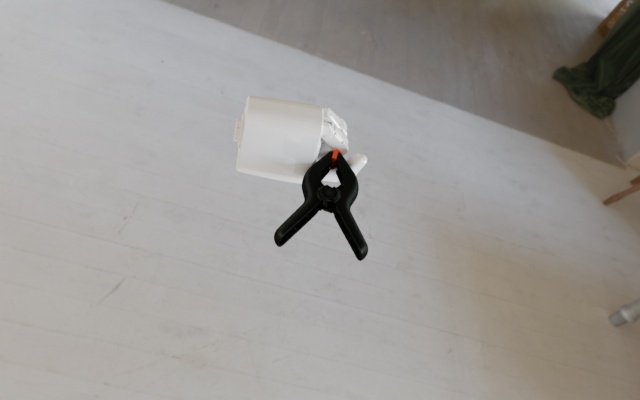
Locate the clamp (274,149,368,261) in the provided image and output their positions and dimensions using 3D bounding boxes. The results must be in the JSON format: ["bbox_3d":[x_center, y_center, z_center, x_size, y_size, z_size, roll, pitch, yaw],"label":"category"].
[{"bbox_3d":[0.000,0.002,0.646,0.120,0.171,0.039,6,-38,-10],"label":"clamp"}]
